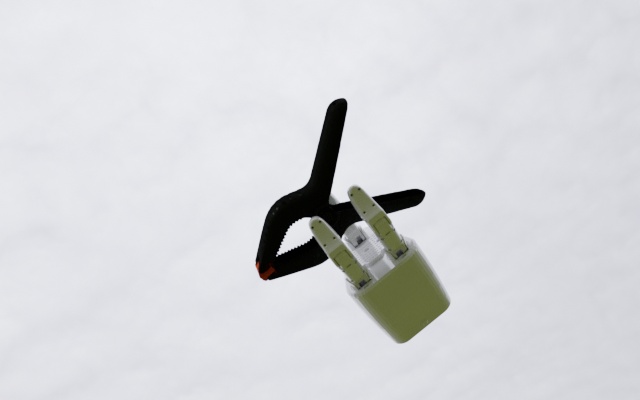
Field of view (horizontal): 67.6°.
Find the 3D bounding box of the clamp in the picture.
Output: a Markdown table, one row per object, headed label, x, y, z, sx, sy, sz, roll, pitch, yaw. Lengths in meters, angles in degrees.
| label | x | y | z | sx | sy | sz | roll | pitch | yaw |
| --- | --- | --- | --- | --- | --- | --- | --- | --- | --- |
| clamp | 0.000 | 0.002 | 0.533 | 0.210 | 0.165 | 0.036 | -39 | 25 | -1 |
